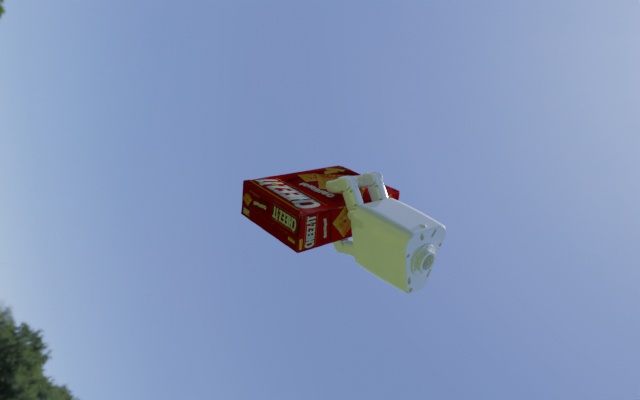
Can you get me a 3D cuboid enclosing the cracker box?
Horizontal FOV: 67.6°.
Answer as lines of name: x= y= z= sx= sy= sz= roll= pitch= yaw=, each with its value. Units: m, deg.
cracker box: x=0.000 y=0.003 z=0.804 sx=0.213 sy=0.072 sz=0.164 roll=-12 pitch=27 yaw=-38
